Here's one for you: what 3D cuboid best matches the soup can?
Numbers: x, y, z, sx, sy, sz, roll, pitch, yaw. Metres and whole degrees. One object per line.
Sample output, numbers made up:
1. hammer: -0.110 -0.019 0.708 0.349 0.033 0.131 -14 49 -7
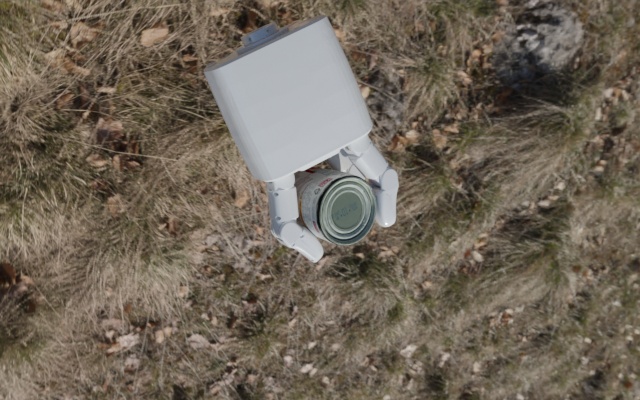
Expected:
1. soup can: 0.000 0.002 0.479 0.068 0.068 0.102 0 9 -32
